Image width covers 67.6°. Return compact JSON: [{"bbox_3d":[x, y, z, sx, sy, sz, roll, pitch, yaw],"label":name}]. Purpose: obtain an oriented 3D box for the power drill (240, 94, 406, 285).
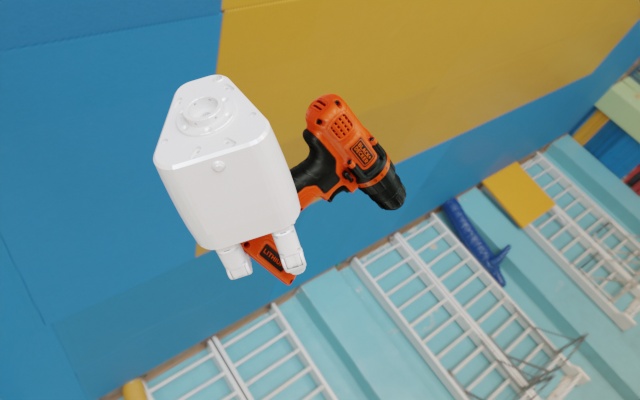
[{"bbox_3d":[0.000,0.002,0.535,0.184,0.187,0.057,46,-5,-39],"label":"power drill"}]
